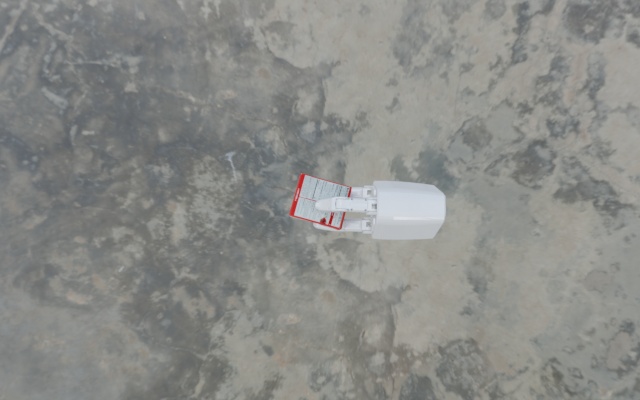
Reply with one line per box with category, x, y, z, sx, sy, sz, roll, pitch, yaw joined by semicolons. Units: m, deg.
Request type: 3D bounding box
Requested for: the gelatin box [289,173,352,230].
gelatin box;0.000;0.002;0.784;0.089;0.073;0.030;15;-5;-2
